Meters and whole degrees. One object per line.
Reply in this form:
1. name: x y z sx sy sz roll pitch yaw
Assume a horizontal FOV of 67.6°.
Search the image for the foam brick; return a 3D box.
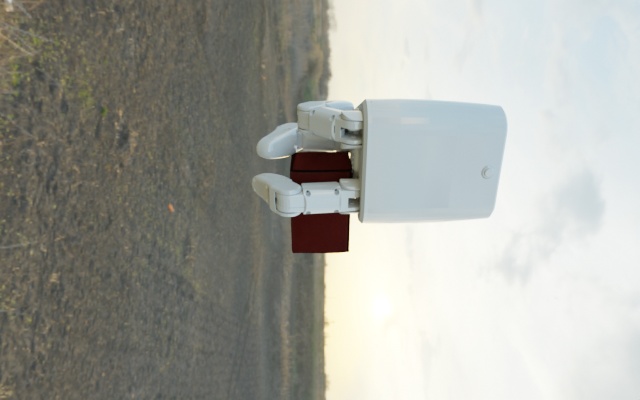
1. foam brick: 0.000 0.002 0.419 0.051 0.078 0.053 0 24 -1
